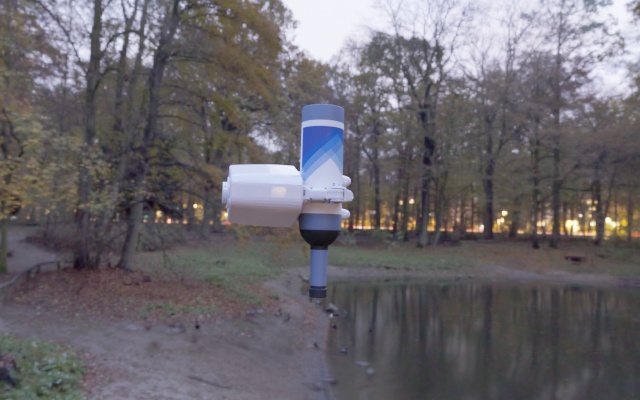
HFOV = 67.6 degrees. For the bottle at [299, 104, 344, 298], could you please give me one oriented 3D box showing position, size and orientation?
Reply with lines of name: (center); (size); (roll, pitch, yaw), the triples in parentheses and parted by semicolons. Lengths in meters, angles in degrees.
bottle: (0.000, 0.002, 0.748); (0.069, 0.295, 0.069); (2, -3, 0)
